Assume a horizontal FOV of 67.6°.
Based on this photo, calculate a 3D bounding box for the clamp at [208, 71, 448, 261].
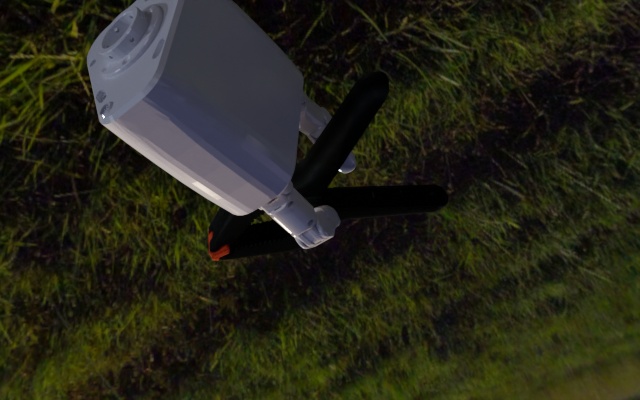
[{"bbox_3d":[0.000,0.002,0.402,0.210,0.036,0.165,-30,-43,20],"label":"clamp"}]
